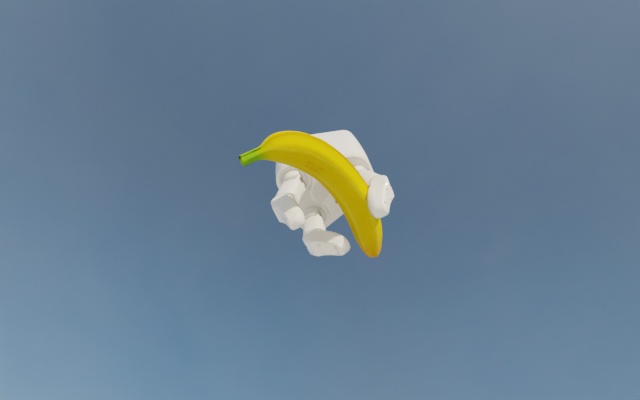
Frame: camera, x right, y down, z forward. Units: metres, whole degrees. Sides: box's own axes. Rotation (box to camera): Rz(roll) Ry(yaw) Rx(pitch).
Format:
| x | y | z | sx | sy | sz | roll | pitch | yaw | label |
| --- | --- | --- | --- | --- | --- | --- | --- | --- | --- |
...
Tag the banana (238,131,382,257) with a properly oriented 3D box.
| x | y | z | sx | sy | sz | roll | pitch | yaw | label |
| --- | --- | --- | --- | --- | --- | --- | --- | --- | --- |
| 0.010 | -0.014 | 0.501 | 0.198 | 0.069 | 0.037 | 37 | 7 | -26 | banana |
